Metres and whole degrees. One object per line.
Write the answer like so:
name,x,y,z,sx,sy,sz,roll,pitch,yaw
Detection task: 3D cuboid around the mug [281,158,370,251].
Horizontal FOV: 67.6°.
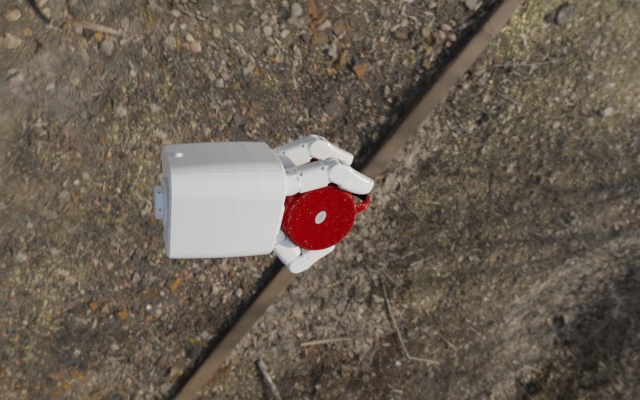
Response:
mug,0.001,0.002,0.536,0.117,0.093,0.081,-3,28,-21
